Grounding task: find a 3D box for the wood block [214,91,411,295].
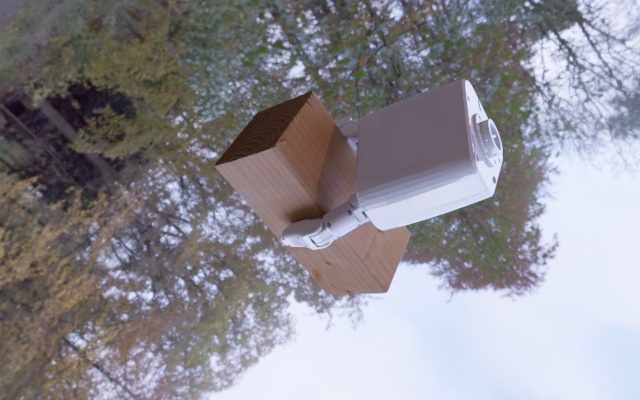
[{"bbox_3d":[0.000,0.002,0.510,0.090,0.206,0.090,-10,38,42],"label":"wood block"}]
